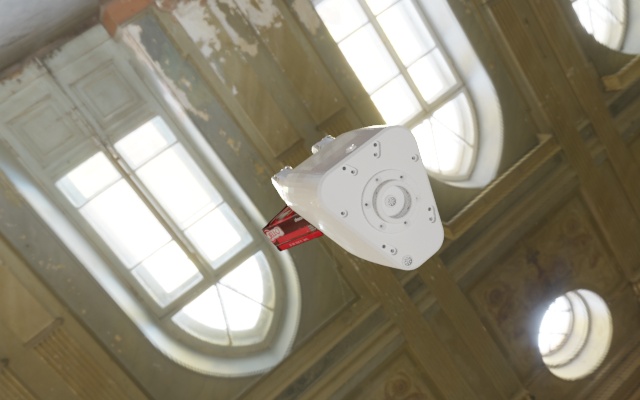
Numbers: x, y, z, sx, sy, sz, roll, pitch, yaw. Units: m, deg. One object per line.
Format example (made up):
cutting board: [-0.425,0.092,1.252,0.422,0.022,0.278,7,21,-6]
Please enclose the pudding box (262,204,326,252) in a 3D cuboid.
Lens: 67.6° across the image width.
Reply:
pudding box: [0.000,0.002,0.524,0.090,0.039,0.113,-24,15,49]
